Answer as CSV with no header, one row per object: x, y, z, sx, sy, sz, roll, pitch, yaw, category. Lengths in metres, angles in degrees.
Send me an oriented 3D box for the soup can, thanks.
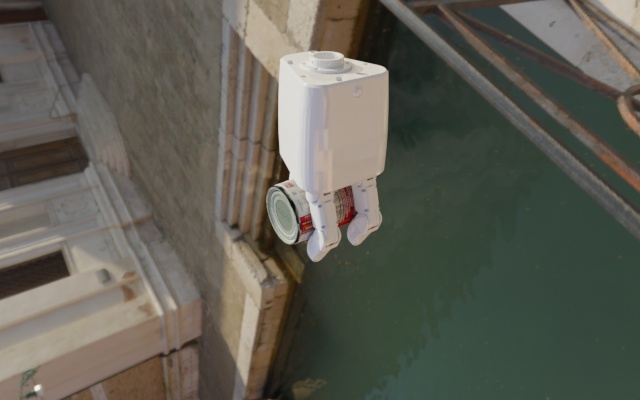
0.000,0.002,0.531,0.102,0.068,0.068,-20,10,-29,soup can
